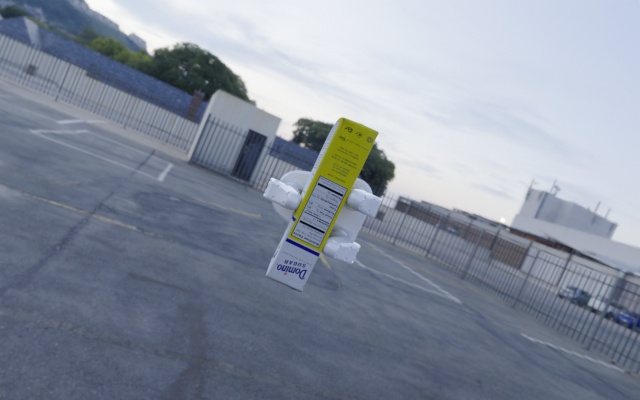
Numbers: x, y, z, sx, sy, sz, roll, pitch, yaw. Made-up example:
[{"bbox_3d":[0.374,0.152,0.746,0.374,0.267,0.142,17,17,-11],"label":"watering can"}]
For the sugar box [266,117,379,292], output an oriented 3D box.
[{"bbox_3d":[0.001,0.002,0.507,0.048,0.176,0.093,23,3,-4],"label":"sugar box"}]
